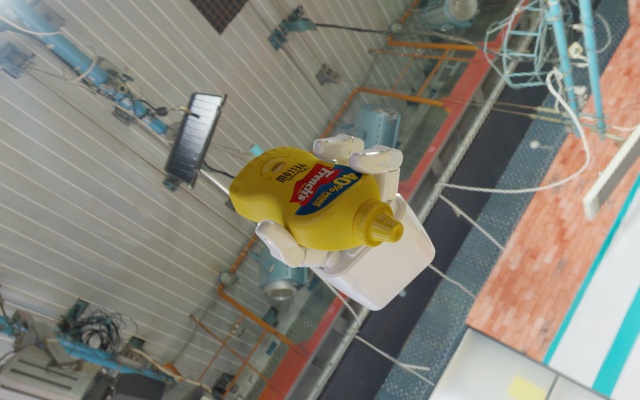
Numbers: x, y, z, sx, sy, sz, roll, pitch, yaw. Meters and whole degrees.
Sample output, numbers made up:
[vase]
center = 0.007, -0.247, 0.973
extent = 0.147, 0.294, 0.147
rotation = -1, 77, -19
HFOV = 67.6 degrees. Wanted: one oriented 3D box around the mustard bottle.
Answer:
[mustard bottle]
center = 0.000, 0.001, 0.462
extent = 0.096, 0.058, 0.191
rotation = -37, 39, -29
